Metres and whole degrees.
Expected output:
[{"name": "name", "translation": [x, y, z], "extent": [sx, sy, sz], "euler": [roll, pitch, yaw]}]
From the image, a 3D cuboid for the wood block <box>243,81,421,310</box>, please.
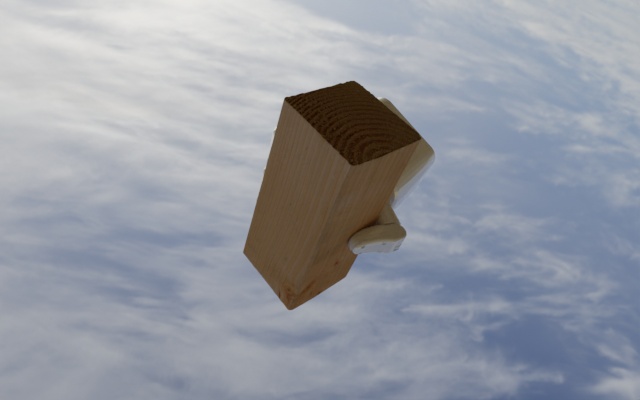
[{"name": "wood block", "translation": [0.001, 0.002, 0.465], "extent": [0.090, 0.206, 0.090], "euler": [-24, 59, -37]}]
